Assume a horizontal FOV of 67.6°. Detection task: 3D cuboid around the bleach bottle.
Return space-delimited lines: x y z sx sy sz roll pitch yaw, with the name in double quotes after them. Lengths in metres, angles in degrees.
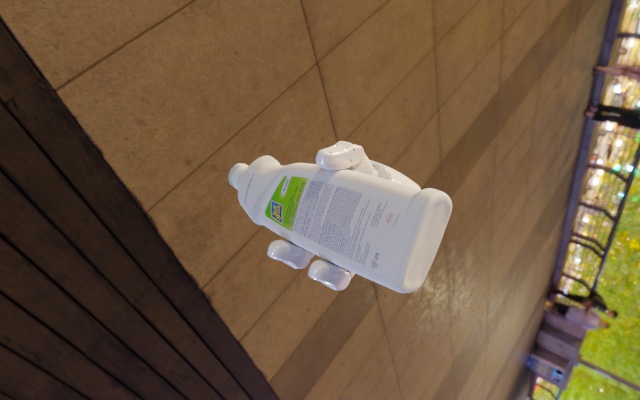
0.000 0.002 0.499 0.250 0.102 0.068 23 4 34 "bleach bottle"
